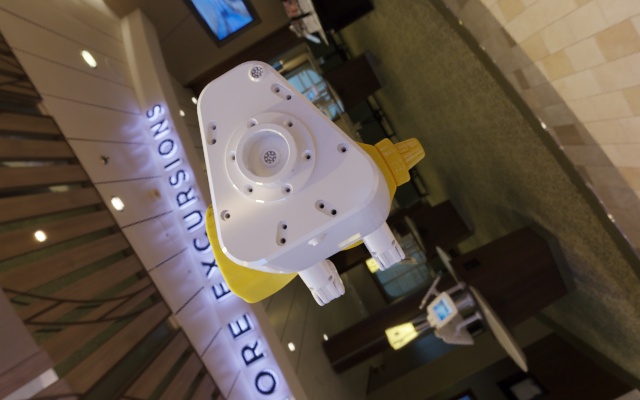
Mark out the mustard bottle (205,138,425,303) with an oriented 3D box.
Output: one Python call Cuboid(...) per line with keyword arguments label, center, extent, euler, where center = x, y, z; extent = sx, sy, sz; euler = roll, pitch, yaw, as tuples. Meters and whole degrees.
Cuboid(label="mustard bottle", center=(0.000, 0.002, 0.406), extent=(0.191, 0.096, 0.058), euler=(-30, -36, 4))
